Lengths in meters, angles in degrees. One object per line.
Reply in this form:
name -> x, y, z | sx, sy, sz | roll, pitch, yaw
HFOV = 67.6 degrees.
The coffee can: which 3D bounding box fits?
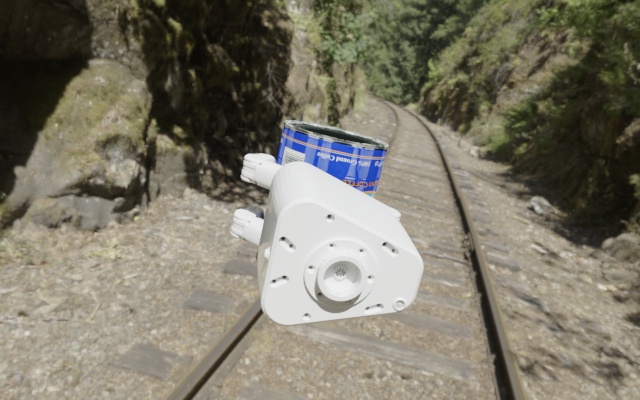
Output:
coffee can -> 0.000, 0.002, 0.470 | 0.103, 0.140, 0.102 | 12, 14, -3
